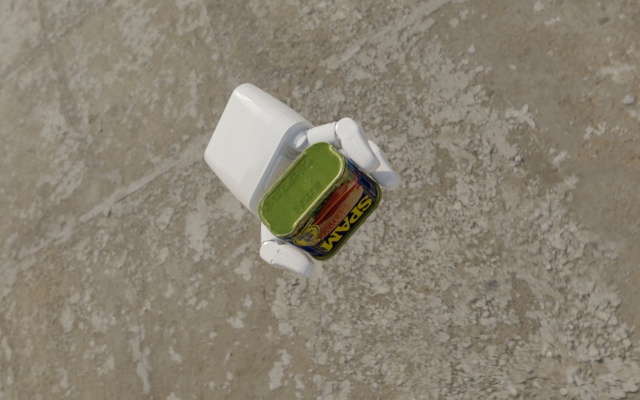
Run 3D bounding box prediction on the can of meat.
[{"bbox_3d":[0.000,0.002,0.463,0.057,0.102,0.084,44,5,34],"label":"can of meat"}]
